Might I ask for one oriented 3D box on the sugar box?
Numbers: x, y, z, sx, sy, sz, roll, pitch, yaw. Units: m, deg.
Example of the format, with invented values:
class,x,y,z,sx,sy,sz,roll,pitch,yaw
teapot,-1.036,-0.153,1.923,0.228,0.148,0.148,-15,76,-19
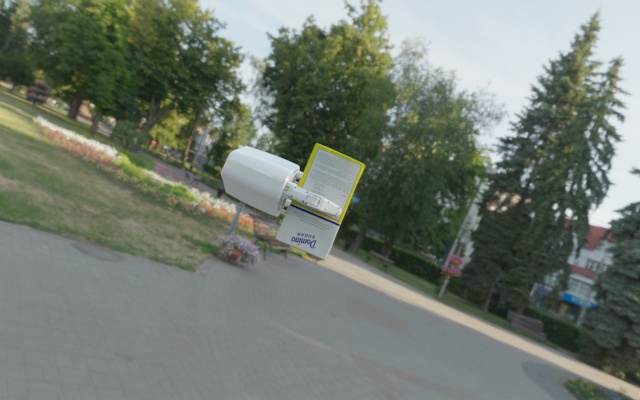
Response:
class,x,y,z,sx,sy,sz,roll,pitch,yaw
sugar box,0.000,0.003,0.810,0.093,0.176,0.048,24,-1,0
